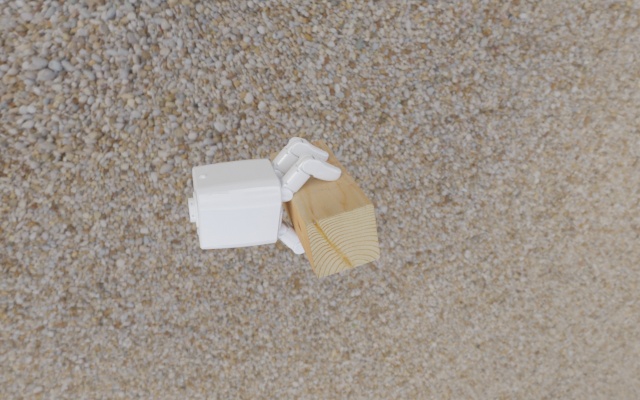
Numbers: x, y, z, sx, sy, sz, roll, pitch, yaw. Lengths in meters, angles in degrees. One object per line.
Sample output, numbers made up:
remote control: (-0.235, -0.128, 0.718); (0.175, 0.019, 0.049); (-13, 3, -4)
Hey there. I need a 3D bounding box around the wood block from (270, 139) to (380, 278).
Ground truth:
wood block: (0.000, 0.003, 0.678); (0.090, 0.091, 0.206); (-17, 34, -10)
